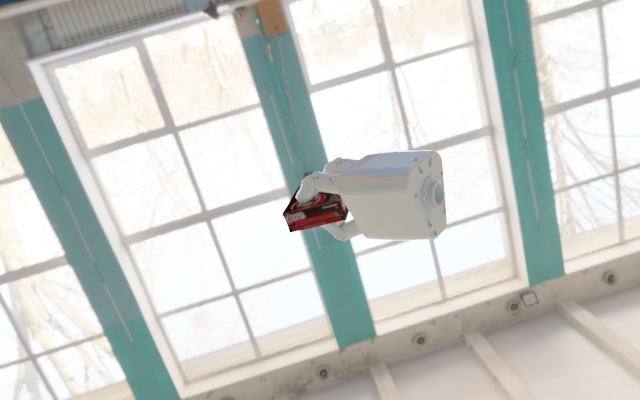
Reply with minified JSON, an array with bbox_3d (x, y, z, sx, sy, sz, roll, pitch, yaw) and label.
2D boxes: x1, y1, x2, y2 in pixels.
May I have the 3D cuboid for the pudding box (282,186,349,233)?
[{"bbox_3d":[0.000,0.003,0.725,0.090,0.039,0.113,-13,17,16],"label":"pudding box"}]
